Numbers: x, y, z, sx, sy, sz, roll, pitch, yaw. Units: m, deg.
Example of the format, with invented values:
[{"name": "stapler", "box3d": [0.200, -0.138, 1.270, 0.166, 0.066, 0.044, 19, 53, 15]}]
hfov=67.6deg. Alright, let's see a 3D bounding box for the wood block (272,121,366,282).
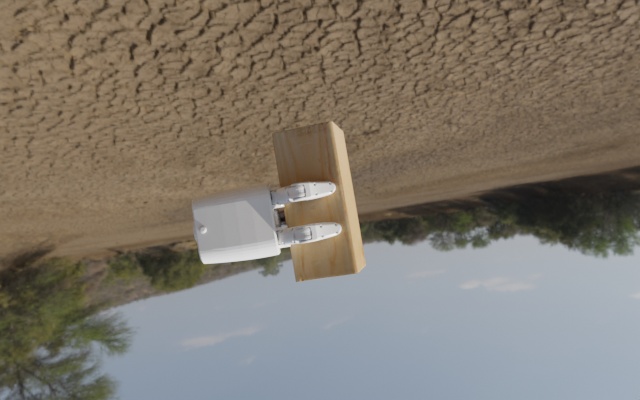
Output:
[{"name": "wood block", "box3d": [0.000, 0.002, 0.684, 0.090, 0.206, 0.091, -10, -3, 11]}]
